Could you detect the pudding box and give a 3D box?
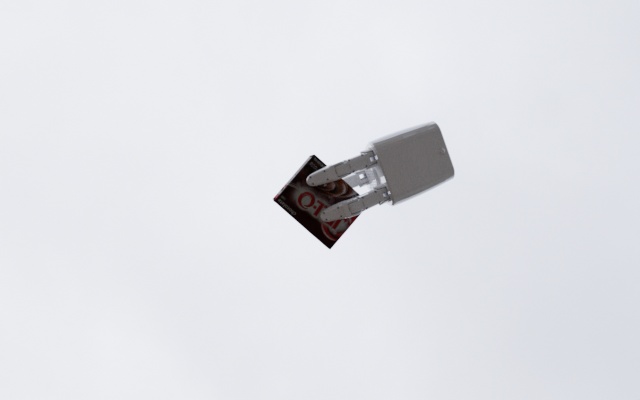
[{"bbox_3d":[0.000,0.002,0.700,0.113,0.090,0.039,41,-5,-8],"label":"pudding box"}]
